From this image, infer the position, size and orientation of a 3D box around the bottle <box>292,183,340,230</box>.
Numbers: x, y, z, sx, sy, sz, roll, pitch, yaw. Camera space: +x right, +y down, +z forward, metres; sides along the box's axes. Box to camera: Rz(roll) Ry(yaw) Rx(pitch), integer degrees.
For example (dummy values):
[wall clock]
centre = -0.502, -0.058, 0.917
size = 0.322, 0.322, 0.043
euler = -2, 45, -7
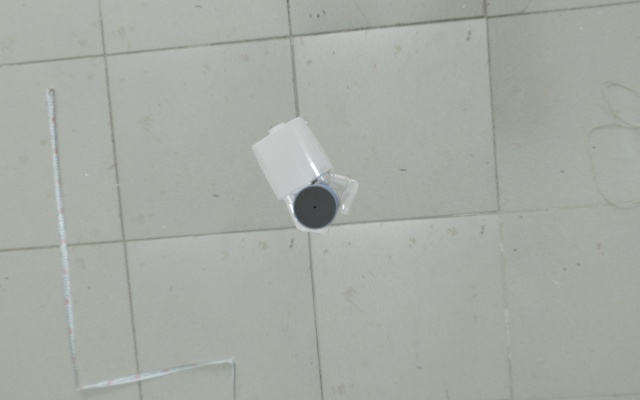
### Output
[bottle]
centre = 0.000, 0.003, 0.843
size = 0.069, 0.069, 0.295
euler = 0, 3, 3
